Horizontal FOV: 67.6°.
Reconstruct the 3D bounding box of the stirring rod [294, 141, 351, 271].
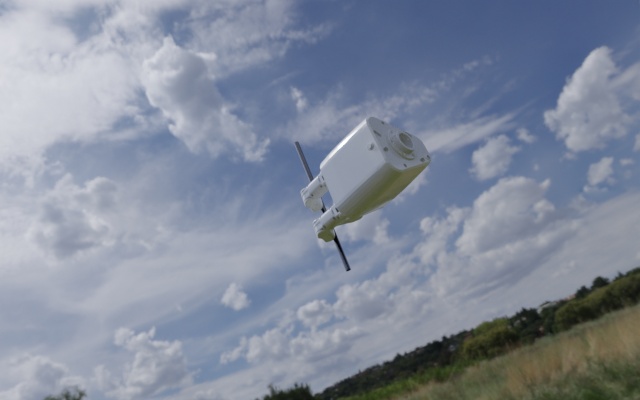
[{"bbox_3d":[0.000,0.003,0.753,0.011,0.239,0.011,-18,-27,-9],"label":"stirring rod"}]
